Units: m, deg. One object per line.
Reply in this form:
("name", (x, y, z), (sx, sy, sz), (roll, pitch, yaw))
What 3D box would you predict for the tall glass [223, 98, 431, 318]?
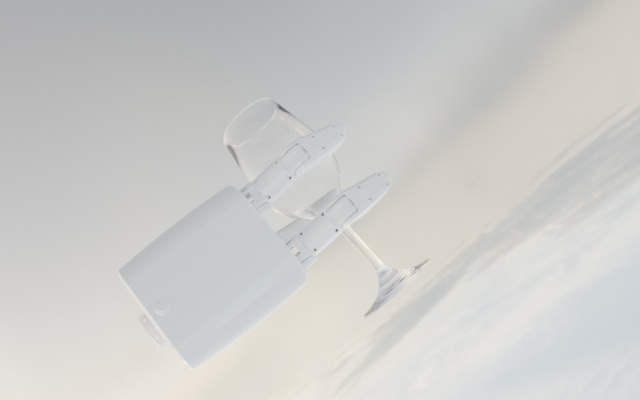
("tall glass", (0.001, 0.002, 0.420), (0.079, 0.201, 0.079), (-40, -11, -9))
